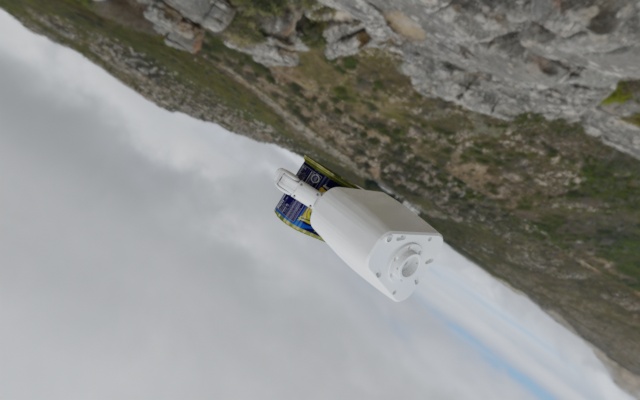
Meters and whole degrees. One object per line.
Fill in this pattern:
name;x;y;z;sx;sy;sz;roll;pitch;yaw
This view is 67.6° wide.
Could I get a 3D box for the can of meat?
can of meat;0.000;0.002;0.619;0.102;0.084;0.057;27;8;-45
